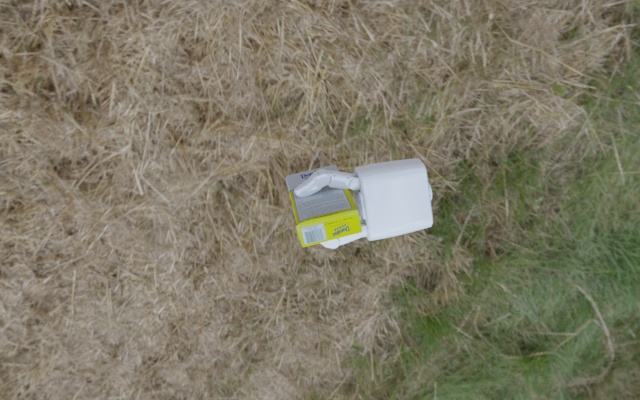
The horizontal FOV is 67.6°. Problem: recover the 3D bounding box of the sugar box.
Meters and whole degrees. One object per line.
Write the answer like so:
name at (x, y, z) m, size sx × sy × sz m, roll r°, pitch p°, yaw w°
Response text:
sugar box at (0.000, 0.003, 0.760) m, size 0.093 × 0.048 × 0.176 m, roll -13°, pitch 25°, yaw -2°
